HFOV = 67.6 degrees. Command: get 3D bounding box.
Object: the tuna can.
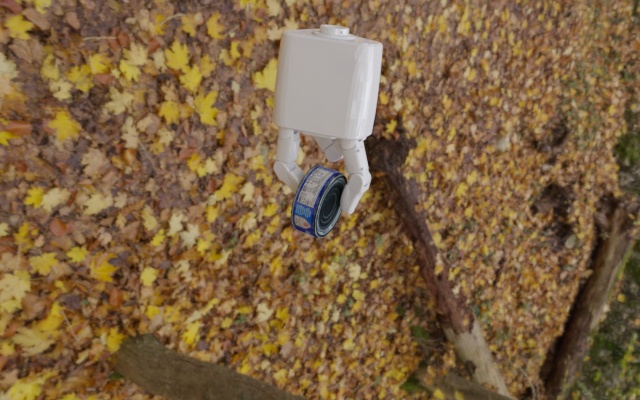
[{"bbox_3d":[0.001,0.002,0.583,0.033,0.086,0.086,21,8,22],"label":"tuna can"}]
